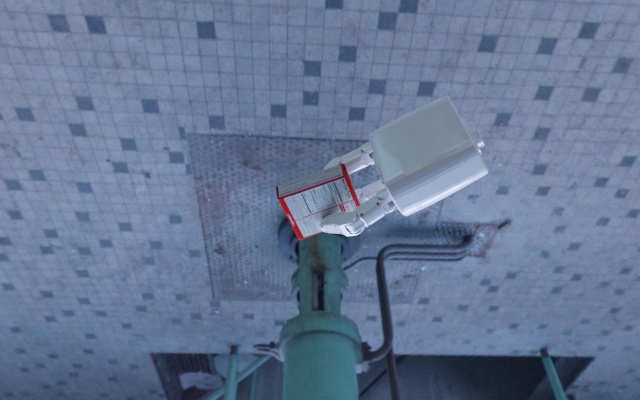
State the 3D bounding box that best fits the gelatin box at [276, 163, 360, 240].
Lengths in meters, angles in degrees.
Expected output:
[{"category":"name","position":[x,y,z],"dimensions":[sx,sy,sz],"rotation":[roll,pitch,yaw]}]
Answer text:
[{"category":"gelatin box","position":[0.000,0.002,0.585],"dimensions":[0.089,0.073,0.030],"rotation":[-20,39,6]}]
